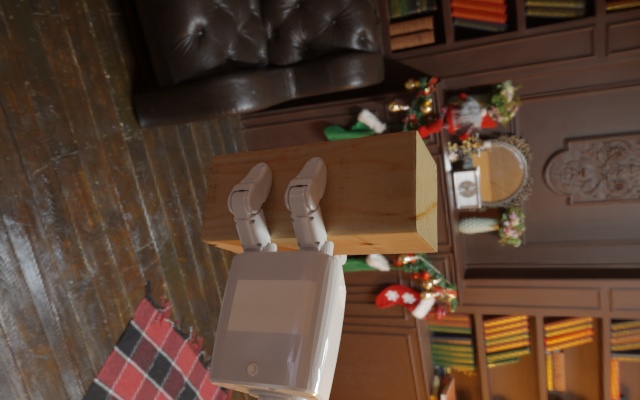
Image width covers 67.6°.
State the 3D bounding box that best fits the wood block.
[{"bbox_3d":[0.000,0.002,0.460,0.206,0.090,0.091,-4,-18,24],"label":"wood block"}]
